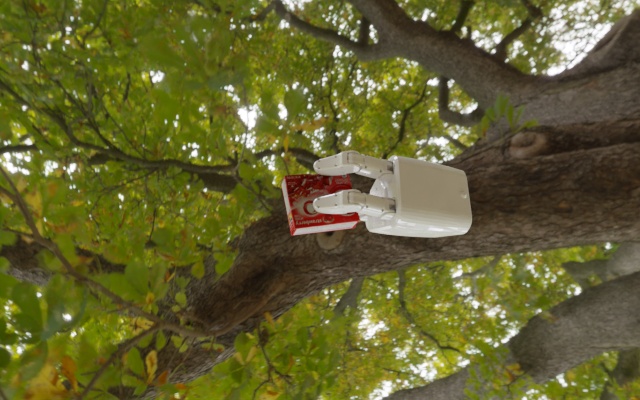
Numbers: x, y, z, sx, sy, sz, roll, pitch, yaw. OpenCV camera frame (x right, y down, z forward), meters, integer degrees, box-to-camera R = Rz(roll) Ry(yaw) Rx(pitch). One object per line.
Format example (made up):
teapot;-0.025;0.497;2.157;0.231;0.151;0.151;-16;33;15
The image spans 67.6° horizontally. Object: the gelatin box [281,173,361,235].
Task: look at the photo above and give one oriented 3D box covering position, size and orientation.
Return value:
gelatin box;0.000;0.002;0.613;0.089;0.073;0.030;-6;-21;-17
